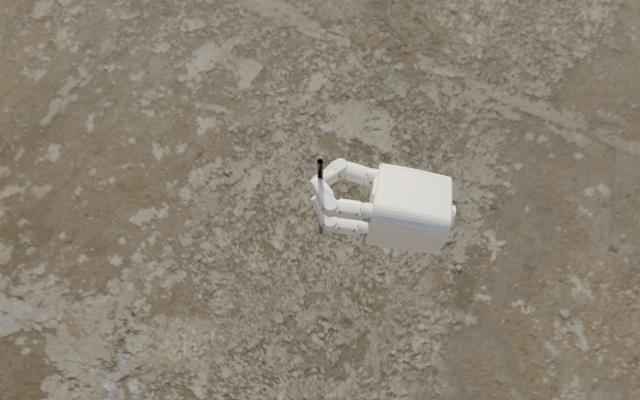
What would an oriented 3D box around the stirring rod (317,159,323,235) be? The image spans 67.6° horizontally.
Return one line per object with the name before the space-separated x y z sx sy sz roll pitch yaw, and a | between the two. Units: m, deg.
stirring rod | 0.000 0.002 0.734 0.011 0.011 0.240 0 -27 0
